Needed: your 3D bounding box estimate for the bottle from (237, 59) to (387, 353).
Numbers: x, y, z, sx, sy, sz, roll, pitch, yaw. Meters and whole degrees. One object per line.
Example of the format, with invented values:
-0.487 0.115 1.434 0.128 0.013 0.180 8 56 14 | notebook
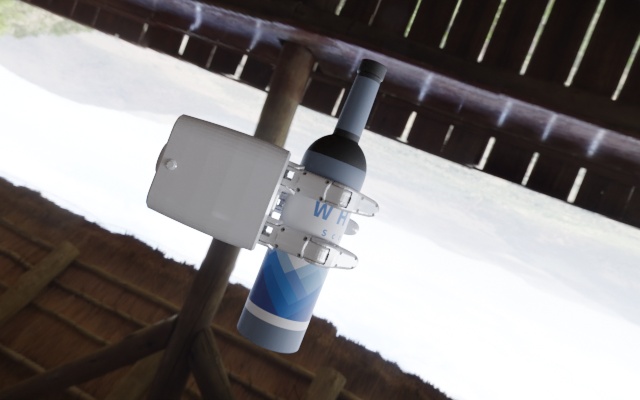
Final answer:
0.000 0.002 0.479 0.069 0.296 0.069 21 2 -1 | bottle
